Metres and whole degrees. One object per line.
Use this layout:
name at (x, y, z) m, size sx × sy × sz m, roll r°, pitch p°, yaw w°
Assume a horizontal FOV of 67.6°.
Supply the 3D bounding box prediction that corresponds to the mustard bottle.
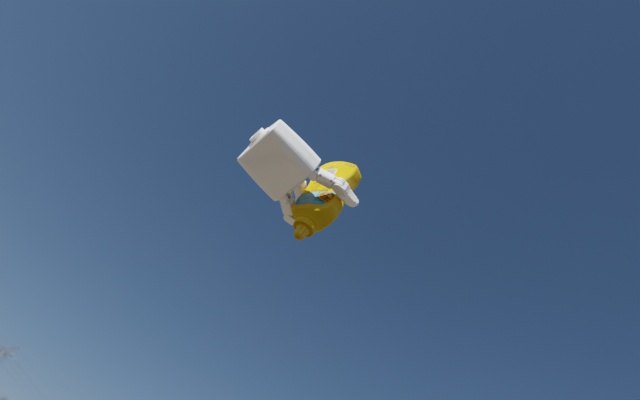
mustard bottle at (0.000, 0.003, 0.893) m, size 0.096 × 0.058 × 0.191 m, roll -1°, pitch 38°, yaw 33°
